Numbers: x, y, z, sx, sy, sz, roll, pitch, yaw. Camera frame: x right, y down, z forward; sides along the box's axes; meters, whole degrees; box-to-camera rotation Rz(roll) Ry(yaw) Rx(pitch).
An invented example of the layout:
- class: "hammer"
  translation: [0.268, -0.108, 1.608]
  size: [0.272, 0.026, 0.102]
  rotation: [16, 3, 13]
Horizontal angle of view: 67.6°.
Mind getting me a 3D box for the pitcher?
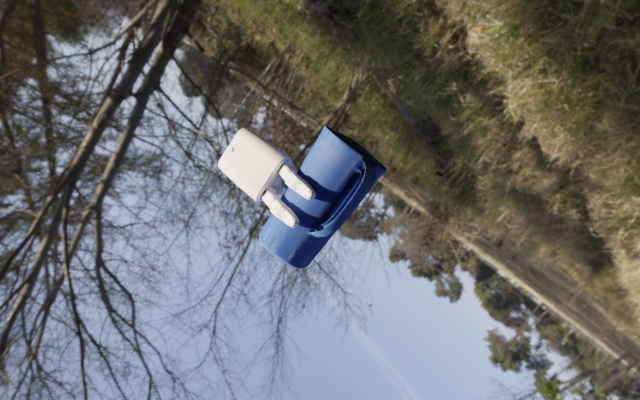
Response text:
- class: "pitcher"
  translation: [0.000, 0.003, 0.845]
  size: [0.145, 0.243, 0.149]
  rotation: [38, 11, 16]
